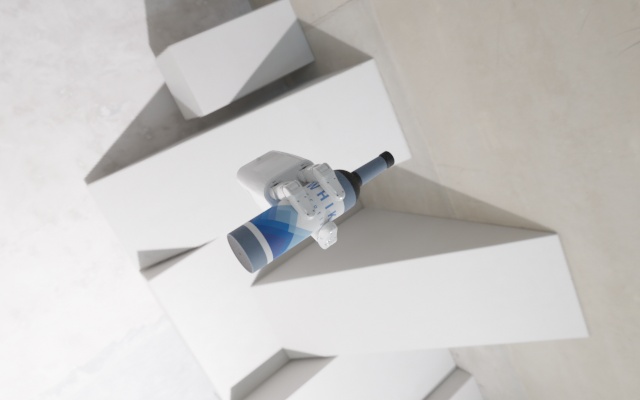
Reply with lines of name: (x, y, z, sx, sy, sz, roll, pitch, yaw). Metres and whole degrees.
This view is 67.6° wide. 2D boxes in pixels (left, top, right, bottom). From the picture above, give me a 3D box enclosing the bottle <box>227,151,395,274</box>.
bottle: (0.000, 0.003, 0.726, 0.295, 0.069, 0.069, -33, 15, -24)
